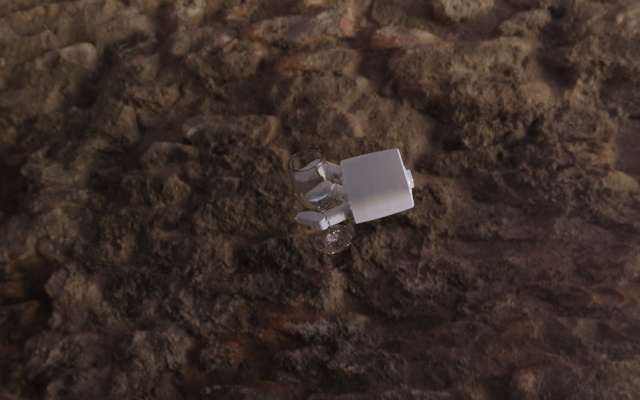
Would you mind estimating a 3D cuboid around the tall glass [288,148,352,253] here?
[{"bbox_3d":[0.000,0.003,0.863,0.079,0.201,0.079,-11,41,10],"label":"tall glass"}]
